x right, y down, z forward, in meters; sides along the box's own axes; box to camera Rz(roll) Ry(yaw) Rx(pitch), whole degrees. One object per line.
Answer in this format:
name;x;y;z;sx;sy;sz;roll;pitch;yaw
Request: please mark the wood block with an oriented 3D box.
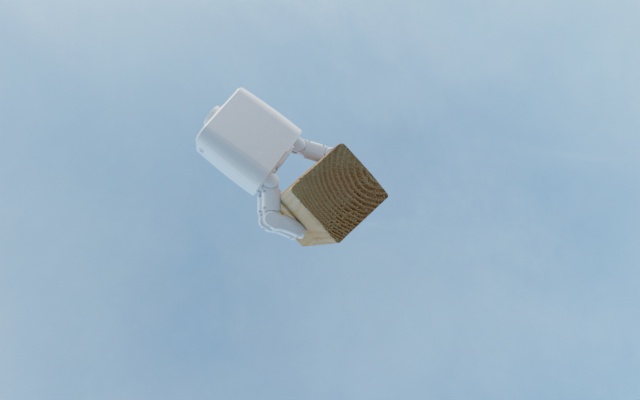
wood block;0.000;0.002;0.666;0.091;0.090;0.206;-43;5;-14
